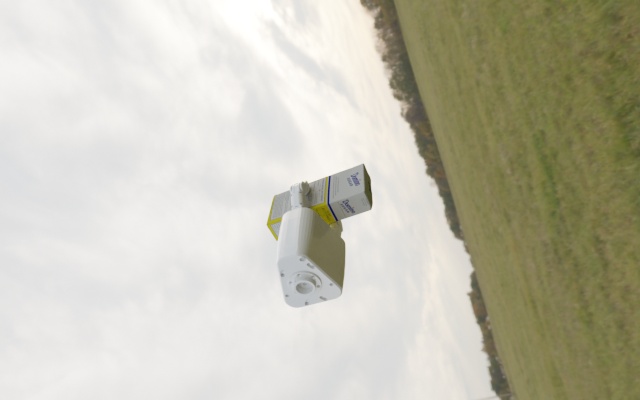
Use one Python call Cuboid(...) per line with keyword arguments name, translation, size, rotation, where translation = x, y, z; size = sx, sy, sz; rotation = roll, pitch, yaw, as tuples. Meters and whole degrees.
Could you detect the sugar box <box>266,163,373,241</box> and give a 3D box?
Cuboid(name="sugar box", translation=(0.000, 0.003, 0.812), size=(0.176, 0.048, 0.093), rotation=(-16, 32, 15))
